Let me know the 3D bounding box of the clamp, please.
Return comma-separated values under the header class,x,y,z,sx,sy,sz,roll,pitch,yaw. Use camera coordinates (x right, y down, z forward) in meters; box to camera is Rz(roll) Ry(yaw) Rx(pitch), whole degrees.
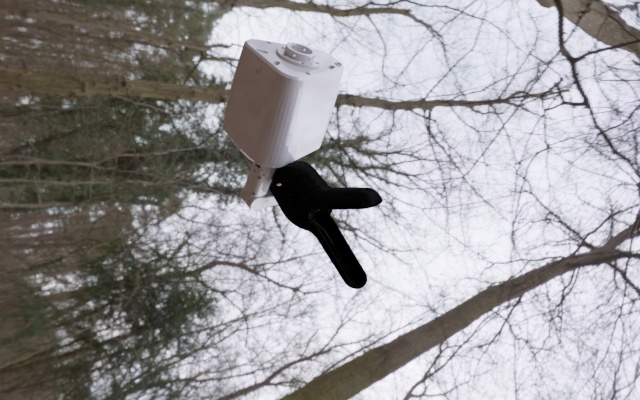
class,x,y,z,sx,sy,sz,roll,pitch,yaw
clamp,0.000,0.001,0.507,0.039,0.120,0.171,-21,51,-40
